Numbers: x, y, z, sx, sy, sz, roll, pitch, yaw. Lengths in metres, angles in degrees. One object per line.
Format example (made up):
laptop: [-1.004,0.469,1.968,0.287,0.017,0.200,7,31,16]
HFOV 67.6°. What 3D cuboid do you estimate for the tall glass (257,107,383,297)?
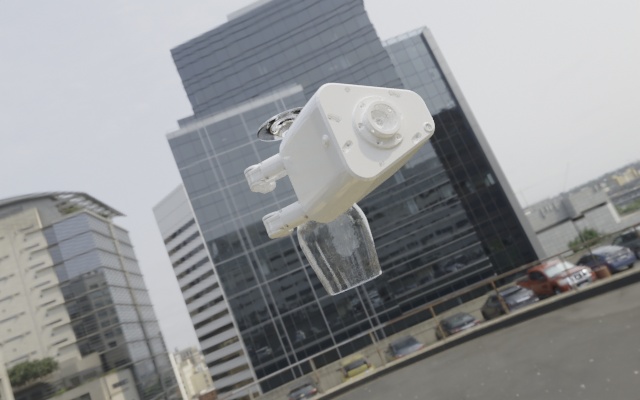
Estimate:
tall glass: [0.000,0.001,0.529,0.079,0.201,0.079,-22,-11,-5]
